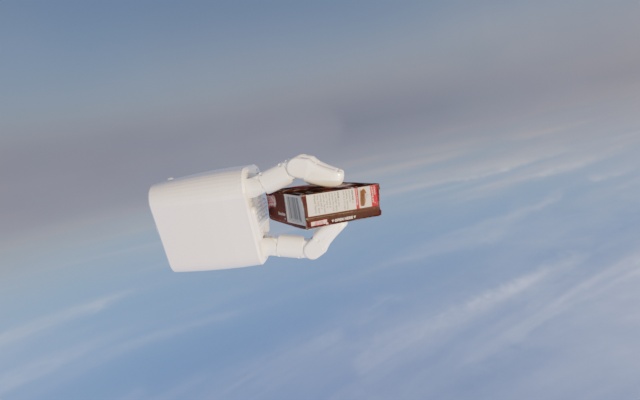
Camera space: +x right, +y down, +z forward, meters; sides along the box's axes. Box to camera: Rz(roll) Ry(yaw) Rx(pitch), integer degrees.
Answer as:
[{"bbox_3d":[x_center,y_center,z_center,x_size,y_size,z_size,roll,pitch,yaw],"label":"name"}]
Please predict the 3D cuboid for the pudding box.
[{"bbox_3d":[0.000,0.002,0.524,0.090,0.039,0.113,-10,9,-24],"label":"pudding box"}]
